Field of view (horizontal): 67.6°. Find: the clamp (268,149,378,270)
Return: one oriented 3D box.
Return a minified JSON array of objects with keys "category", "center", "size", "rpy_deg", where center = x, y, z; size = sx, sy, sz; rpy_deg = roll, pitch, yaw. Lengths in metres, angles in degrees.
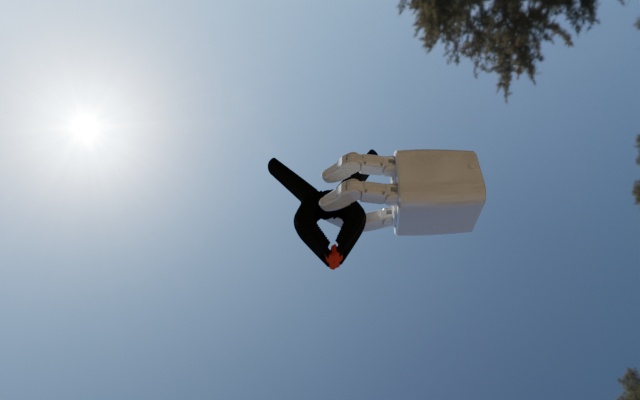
[{"category":"clamp","center":[0.000,0.003,0.651],"size":[0.164,0.036,0.209],"rpy_deg":[-1,45,5]}]
